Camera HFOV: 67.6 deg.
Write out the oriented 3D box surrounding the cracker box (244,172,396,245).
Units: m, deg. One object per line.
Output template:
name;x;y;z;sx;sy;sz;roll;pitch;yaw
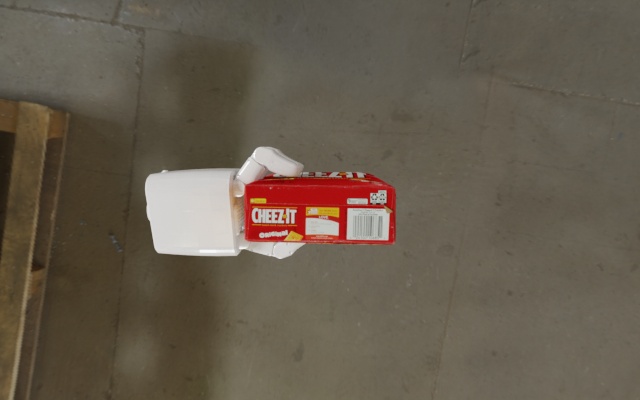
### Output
cracker box;0.000;0.002;0.609;0.164;0.072;0.213;1;7;0
